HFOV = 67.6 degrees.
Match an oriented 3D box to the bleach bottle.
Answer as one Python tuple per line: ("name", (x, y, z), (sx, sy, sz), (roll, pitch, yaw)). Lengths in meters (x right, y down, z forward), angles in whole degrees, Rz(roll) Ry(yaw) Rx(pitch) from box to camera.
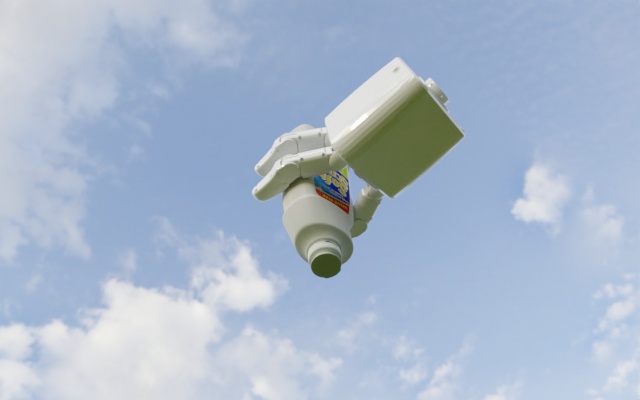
("bleach bottle", (0.000, 0.002, 0.539), (0.102, 0.068, 0.250), (42, 18, -25))
